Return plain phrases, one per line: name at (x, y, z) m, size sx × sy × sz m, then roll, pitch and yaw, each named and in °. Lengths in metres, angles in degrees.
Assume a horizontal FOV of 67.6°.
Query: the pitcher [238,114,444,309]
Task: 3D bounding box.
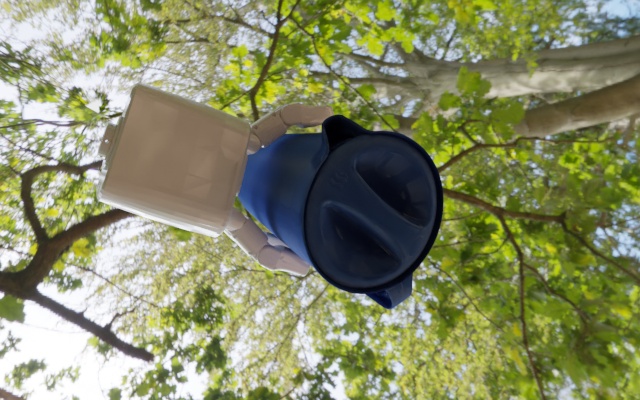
pitcher at (0.000, 0.001, 0.484) m, size 0.145 × 0.149 × 0.243 m, roll 17°, pitch 2°, yaw -27°
